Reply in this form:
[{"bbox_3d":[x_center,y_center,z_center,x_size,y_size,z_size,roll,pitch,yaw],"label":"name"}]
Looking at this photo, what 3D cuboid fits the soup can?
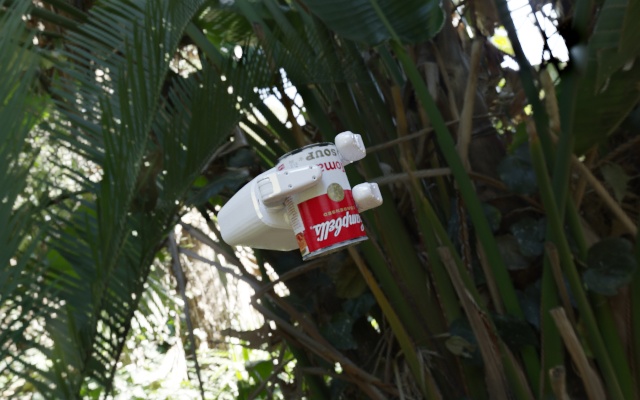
[{"bbox_3d":[0.000,0.001,0.479,0.068,0.102,0.068,-17,-9,-3],"label":"soup can"}]
